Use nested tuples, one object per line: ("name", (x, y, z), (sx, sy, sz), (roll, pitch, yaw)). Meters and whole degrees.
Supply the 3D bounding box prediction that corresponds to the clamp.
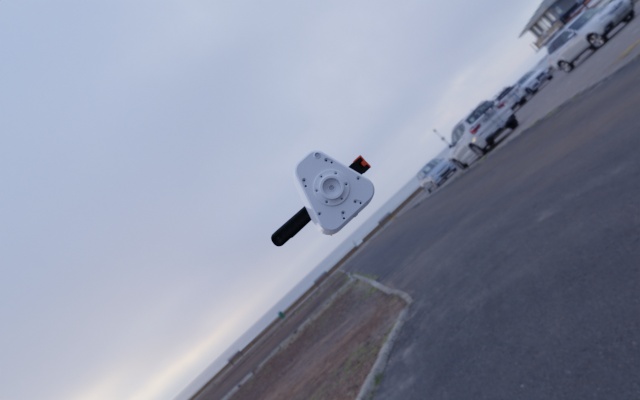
("clamp", (0.000, 0.002, 0.837), (0.210, 0.036, 0.164), (-42, -1, -4))
